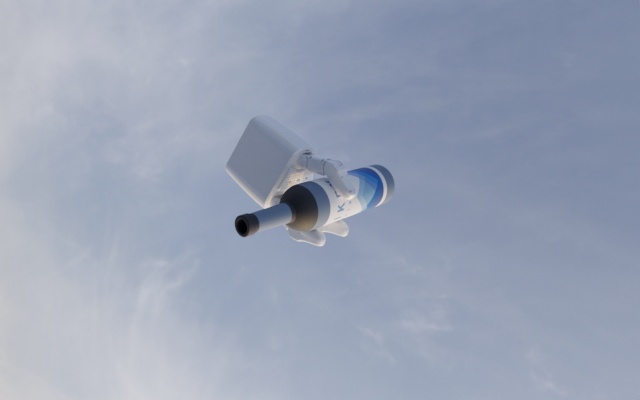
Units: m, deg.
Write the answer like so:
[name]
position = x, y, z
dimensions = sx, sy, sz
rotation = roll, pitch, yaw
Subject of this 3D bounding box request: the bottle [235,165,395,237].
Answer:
[bottle]
position = 0.000, 0.002, 0.680
dimensions = 0.069, 0.069, 0.295
rotation = 0, 11, 41
